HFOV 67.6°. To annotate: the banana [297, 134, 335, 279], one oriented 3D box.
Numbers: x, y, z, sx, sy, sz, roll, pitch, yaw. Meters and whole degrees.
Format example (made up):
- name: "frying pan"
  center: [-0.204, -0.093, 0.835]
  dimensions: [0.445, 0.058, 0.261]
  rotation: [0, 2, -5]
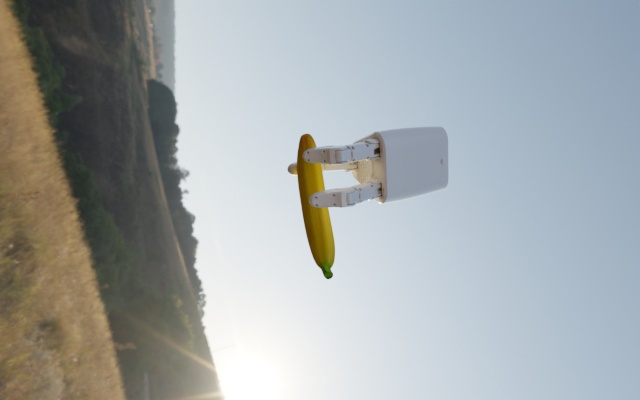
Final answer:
- name: "banana"
  center: [-0.004, 0.009, 0.660]
  dimensions: [0.037, 0.197, 0.069]
  rotation: [-8, -9, -17]
